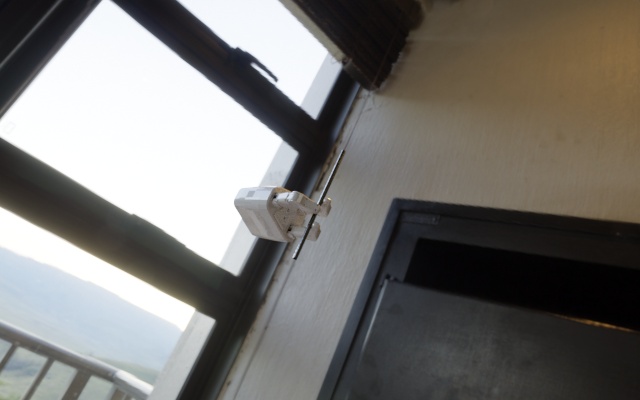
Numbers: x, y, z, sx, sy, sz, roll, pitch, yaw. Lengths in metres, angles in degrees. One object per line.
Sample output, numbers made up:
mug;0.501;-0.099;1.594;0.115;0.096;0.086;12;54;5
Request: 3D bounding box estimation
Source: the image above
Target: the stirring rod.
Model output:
stirring rod;0.000;0.003;0.888;0.011;0.239;0.011;20;-24;10
